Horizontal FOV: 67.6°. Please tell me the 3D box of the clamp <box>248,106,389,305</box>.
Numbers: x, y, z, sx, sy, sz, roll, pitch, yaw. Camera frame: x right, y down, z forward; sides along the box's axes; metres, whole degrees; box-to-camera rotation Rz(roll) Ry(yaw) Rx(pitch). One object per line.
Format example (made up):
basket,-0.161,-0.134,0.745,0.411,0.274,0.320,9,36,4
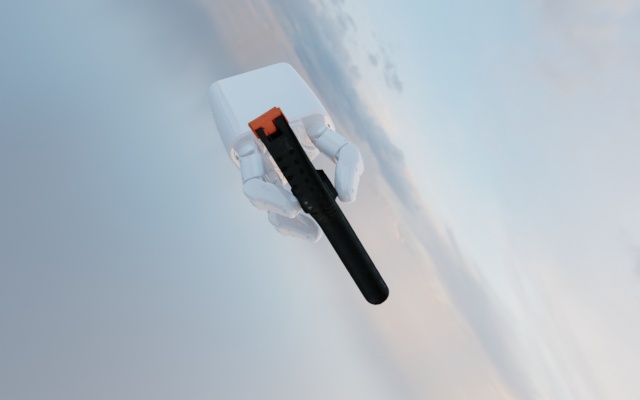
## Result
clamp,0.000,0.001,0.441,0.036,0.164,0.210,-32,-37,1
